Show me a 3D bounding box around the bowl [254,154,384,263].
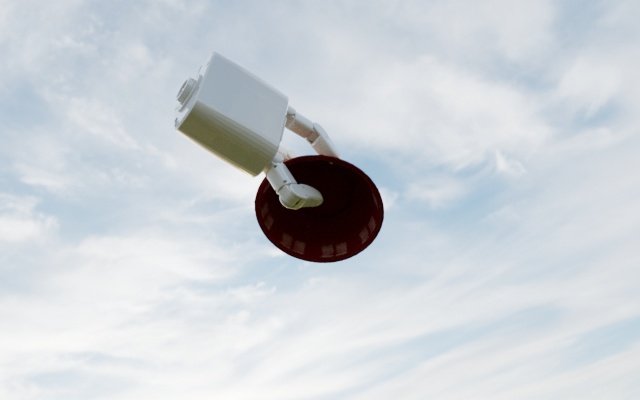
[{"bbox_3d":[0.001,0.003,0.613,0.162,0.162,0.055,0,33,6],"label":"bowl"}]
